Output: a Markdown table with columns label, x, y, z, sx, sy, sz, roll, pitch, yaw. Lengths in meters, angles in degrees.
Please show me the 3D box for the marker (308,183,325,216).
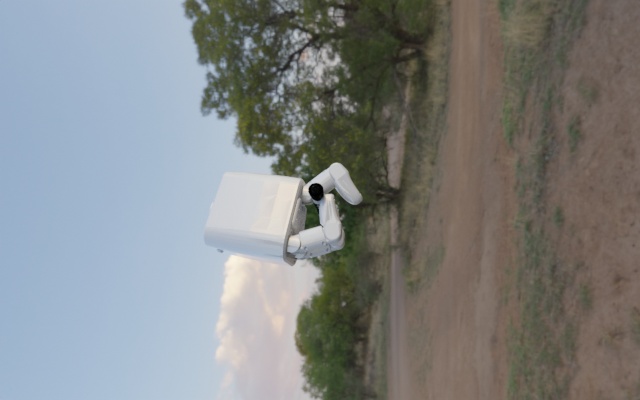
| label | x | y | z | sx | sy | sz | roll | pitch | yaw |
| --- | --- | --- | --- | --- | --- | --- | --- | --- | --- |
| marker | 0.000 | 0.002 | 0.624 | 0.020 | 0.020 | 0.121 | 0 | -15 | 7 |
